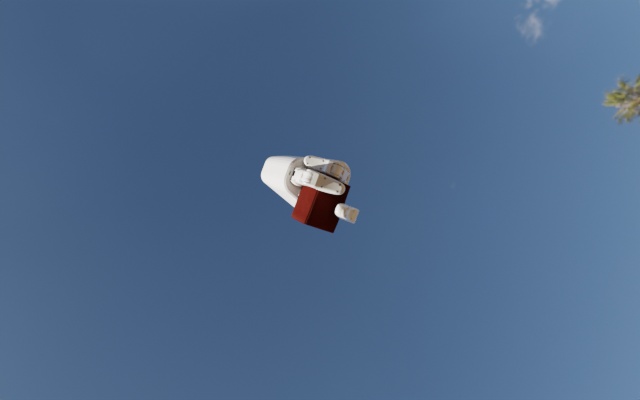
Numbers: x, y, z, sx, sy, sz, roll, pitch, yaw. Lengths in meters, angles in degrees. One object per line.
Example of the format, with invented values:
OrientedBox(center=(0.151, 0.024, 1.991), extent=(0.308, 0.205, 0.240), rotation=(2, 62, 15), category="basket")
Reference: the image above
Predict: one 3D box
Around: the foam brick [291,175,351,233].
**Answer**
OrientedBox(center=(0.000, 0.003, 0.714), extent=(0.053, 0.078, 0.051), rotation=(22, -3, -30), category="foam brick")
